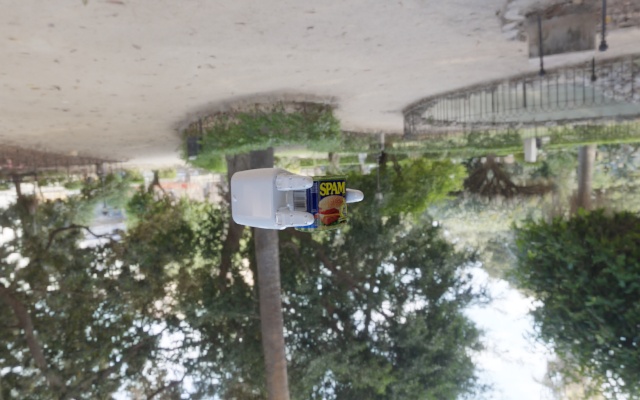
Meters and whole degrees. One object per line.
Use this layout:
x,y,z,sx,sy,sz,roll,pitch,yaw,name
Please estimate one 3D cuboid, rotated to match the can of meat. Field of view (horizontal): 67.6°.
0.000,0.003,0.759,0.057,0.084,0.102,1,5,36,can of meat
